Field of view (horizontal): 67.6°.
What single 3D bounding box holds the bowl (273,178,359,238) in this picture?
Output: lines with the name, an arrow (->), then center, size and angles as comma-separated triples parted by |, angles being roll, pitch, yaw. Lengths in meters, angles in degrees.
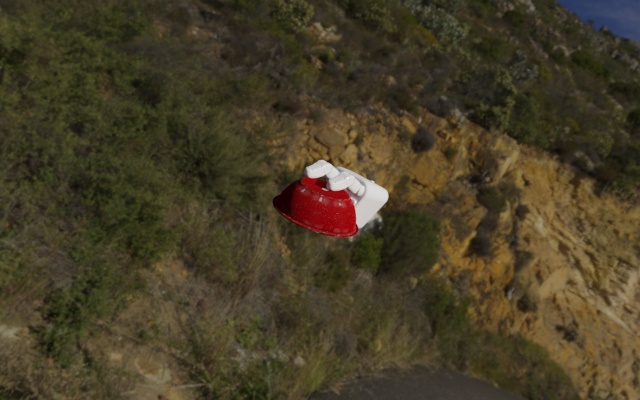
bowl -> 0.000, 0.003, 0.839 | 0.162, 0.055, 0.162 | 18, 18, -6
